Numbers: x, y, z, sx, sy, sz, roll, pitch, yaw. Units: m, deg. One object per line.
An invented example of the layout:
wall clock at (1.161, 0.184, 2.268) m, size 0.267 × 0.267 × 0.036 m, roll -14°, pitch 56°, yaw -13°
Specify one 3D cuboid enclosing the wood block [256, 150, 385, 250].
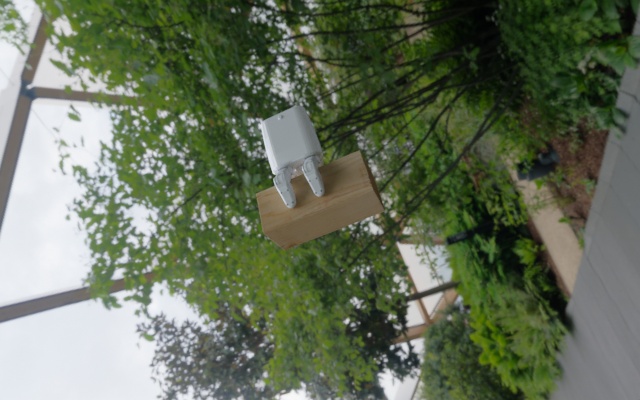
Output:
wood block at (0.000, 0.003, 0.868) m, size 0.206 × 0.090 × 0.091 m, roll -22°, pitch -31°, yaw 11°
